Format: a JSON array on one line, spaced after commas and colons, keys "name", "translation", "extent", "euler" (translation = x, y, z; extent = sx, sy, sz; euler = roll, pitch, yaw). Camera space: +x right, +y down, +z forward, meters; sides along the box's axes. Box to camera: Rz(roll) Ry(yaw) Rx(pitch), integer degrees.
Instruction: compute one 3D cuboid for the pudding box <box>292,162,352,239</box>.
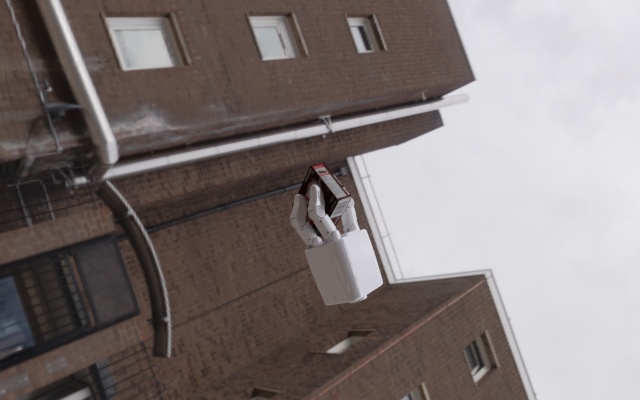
[{"name": "pudding box", "translation": [0.000, 0.003, 0.855], "extent": [0.039, 0.090, 0.114], "euler": [-14, -34, -39]}]
